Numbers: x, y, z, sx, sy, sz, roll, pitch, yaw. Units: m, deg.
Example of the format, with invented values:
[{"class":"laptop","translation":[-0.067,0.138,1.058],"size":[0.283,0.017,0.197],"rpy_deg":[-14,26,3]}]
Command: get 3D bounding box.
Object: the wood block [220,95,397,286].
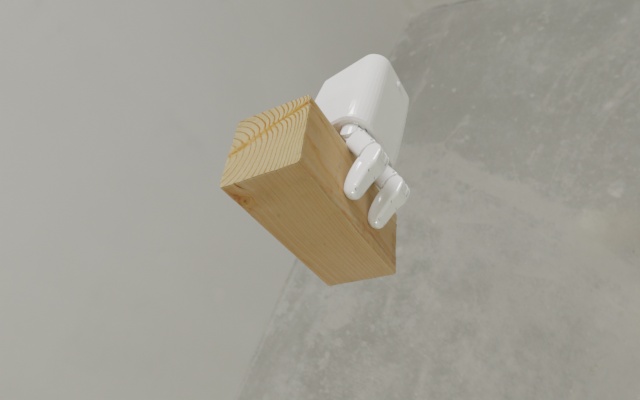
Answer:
[{"class":"wood block","translation":[0.000,0.001,0.512],"size":[0.091,0.090,0.206],"rpy_deg":[-15,-42,27]}]
